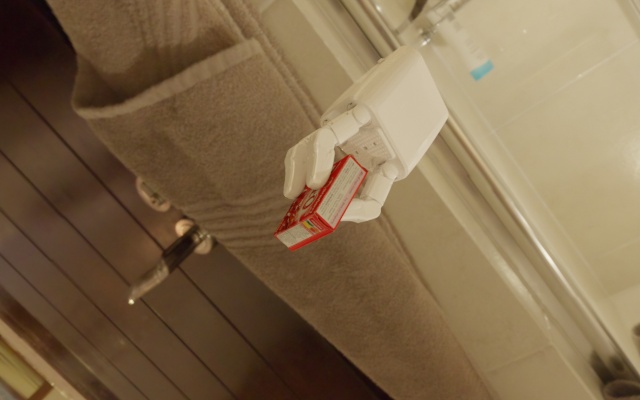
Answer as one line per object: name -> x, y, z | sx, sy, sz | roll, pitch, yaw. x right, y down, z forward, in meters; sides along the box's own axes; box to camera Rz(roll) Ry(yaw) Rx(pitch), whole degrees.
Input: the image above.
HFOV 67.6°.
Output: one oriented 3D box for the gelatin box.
gelatin box -> 0.000, 0.002, 0.476 | 0.030, 0.089, 0.073 | 43, -39, -15
